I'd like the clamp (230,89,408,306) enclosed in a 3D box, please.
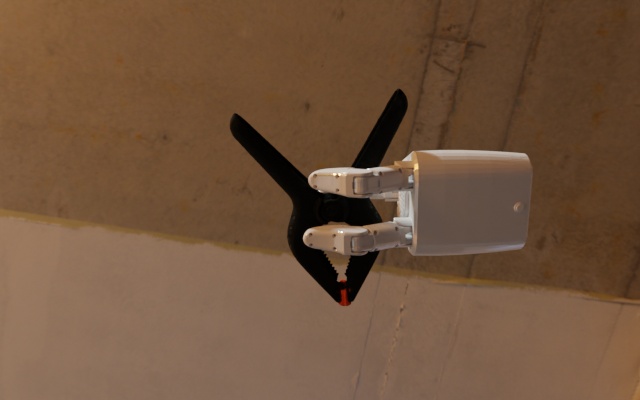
[{"bbox_3d":[0.000,0.002,0.463,0.164,0.210,0.036,-1,15,3],"label":"clamp"}]
